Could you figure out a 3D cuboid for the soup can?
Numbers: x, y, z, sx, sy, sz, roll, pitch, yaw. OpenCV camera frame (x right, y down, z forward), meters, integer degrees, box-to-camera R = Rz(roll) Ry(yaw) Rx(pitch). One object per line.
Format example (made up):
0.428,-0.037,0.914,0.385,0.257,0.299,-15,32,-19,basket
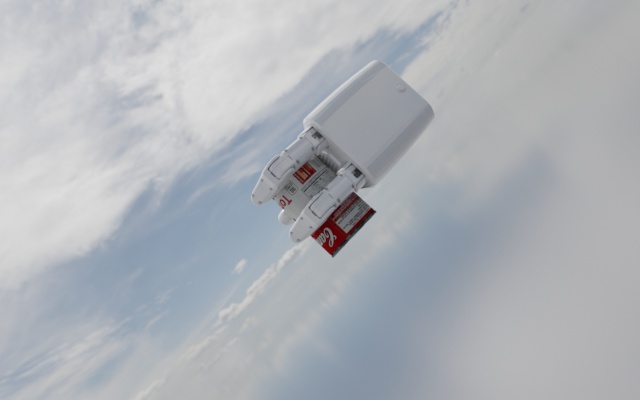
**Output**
0.000,0.002,0.510,0.102,0.068,0.068,44,5,5,soup can
